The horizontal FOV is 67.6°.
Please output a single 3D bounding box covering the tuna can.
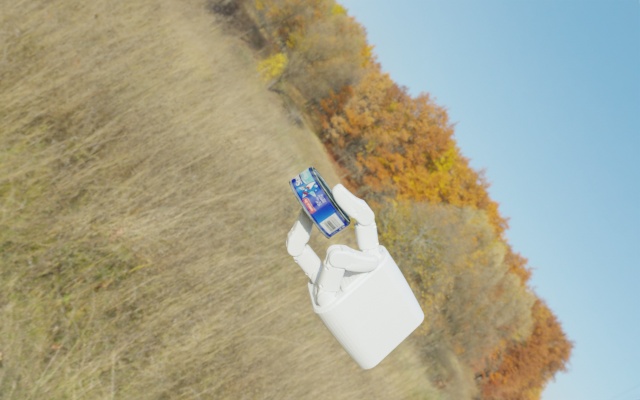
[{"bbox_3d":[0.001,0.002,0.577,0.034,0.086,0.086,-34,-4,6],"label":"tuna can"}]
